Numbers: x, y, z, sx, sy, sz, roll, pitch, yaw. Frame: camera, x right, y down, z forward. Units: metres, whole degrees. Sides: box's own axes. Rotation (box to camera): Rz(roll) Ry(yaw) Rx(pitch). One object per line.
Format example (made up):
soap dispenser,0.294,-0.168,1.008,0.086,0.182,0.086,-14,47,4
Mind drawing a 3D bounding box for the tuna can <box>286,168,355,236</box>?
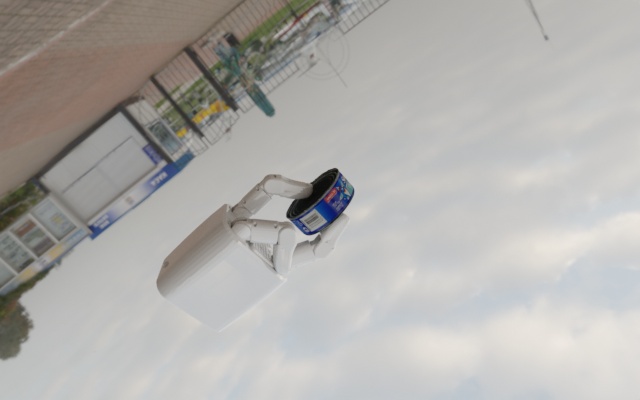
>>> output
tuna can,0.001,0.002,0.582,0.034,0.086,0.086,46,-16,-16
